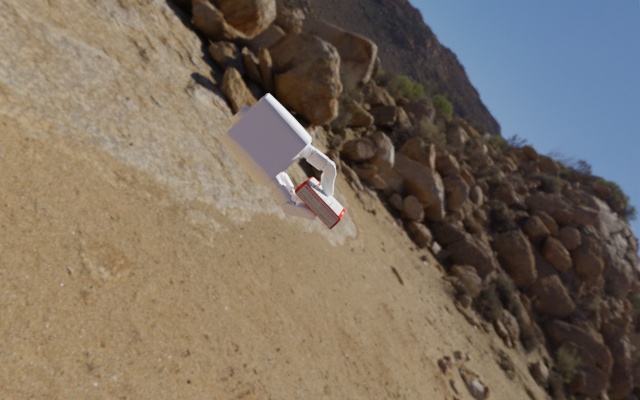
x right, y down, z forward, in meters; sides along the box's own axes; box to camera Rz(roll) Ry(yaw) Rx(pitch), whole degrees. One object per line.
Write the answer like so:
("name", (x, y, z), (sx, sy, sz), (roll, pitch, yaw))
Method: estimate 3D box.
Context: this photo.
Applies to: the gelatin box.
("gelatin box", (0.001, 0.003, 0.818), (0.030, 0.089, 0.073), (-44, 1, 13))
